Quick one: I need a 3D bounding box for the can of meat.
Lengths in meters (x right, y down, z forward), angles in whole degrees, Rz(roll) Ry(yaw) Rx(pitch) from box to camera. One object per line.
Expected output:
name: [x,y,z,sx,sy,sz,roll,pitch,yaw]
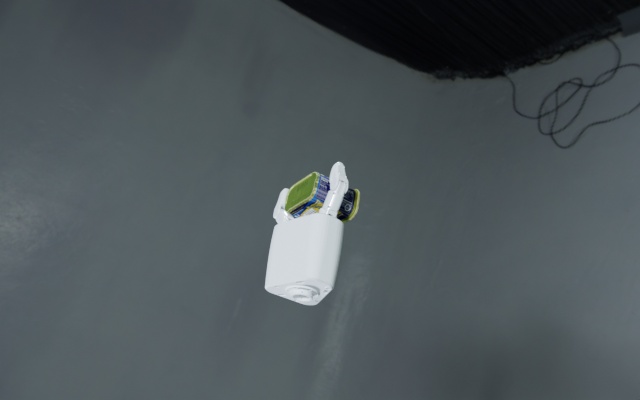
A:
can of meat: [0.000,0.002,0.784,0.084,0.057,0.102,25,-31,-25]
